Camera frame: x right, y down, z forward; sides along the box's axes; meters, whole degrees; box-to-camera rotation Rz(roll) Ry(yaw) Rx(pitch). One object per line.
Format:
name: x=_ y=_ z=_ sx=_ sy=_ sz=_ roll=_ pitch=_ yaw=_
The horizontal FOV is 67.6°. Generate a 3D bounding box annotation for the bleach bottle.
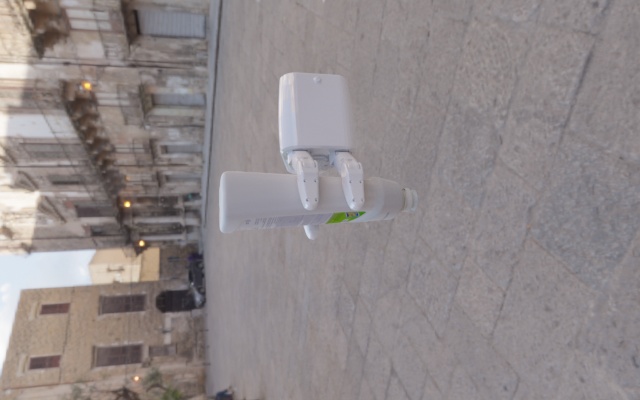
bleach bottle: x=0.000 y=0.002 z=0.612 sx=0.251 sy=0.068 sz=0.102 roll=0 pitch=-13 yaw=-14
